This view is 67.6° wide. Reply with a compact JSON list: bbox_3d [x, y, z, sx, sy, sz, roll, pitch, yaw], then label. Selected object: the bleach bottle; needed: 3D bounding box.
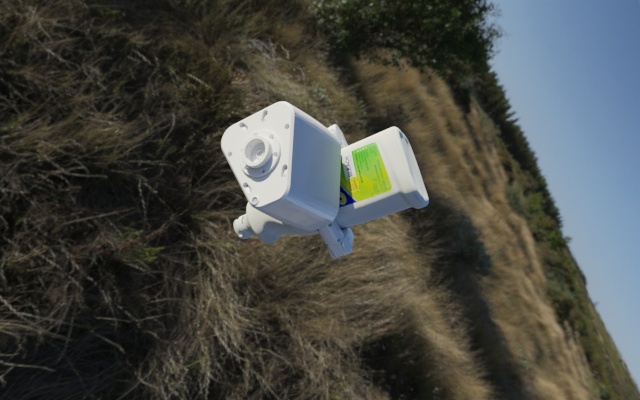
[{"bbox_3d":[0.000,0.002,0.603,0.251,0.102,0.068,-23,-23,21],"label":"bleach bottle"}]
